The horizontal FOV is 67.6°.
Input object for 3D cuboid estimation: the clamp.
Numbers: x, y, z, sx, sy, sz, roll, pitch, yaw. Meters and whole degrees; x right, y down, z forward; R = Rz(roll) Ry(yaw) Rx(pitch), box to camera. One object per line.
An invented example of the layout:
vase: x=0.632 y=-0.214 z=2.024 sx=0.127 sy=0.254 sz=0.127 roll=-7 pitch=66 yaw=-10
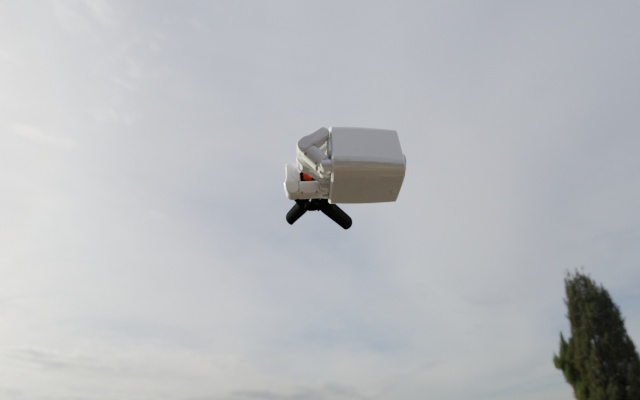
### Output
clamp: x=0.000 y=0.002 z=0.805 sx=0.120 sy=0.039 sz=0.172 roll=4 pitch=-28 yaw=-1
